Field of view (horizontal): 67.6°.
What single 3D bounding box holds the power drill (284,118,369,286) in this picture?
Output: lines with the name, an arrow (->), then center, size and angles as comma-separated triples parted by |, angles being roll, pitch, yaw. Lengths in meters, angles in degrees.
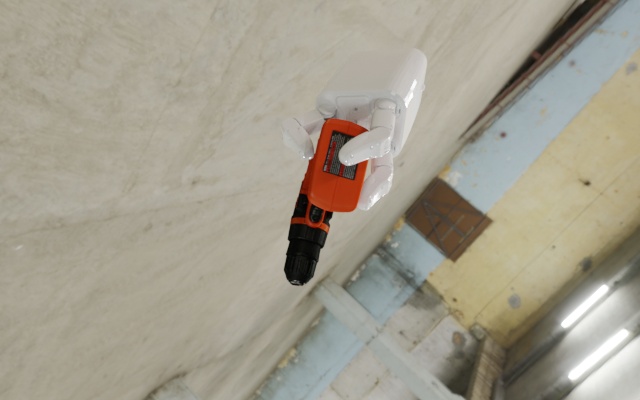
power drill -> 0.000, 0.001, 0.569 | 0.057, 0.184, 0.188 | 14, -20, -8
